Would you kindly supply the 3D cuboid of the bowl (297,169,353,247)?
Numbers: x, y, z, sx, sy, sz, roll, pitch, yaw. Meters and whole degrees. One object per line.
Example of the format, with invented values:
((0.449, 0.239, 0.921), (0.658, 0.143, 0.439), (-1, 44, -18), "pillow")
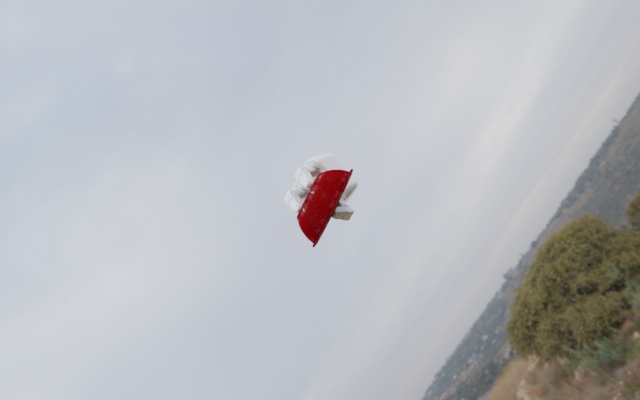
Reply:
((0.000, 0.003, 0.876), (0.055, 0.162, 0.162), (27, -1, -1), "bowl")
